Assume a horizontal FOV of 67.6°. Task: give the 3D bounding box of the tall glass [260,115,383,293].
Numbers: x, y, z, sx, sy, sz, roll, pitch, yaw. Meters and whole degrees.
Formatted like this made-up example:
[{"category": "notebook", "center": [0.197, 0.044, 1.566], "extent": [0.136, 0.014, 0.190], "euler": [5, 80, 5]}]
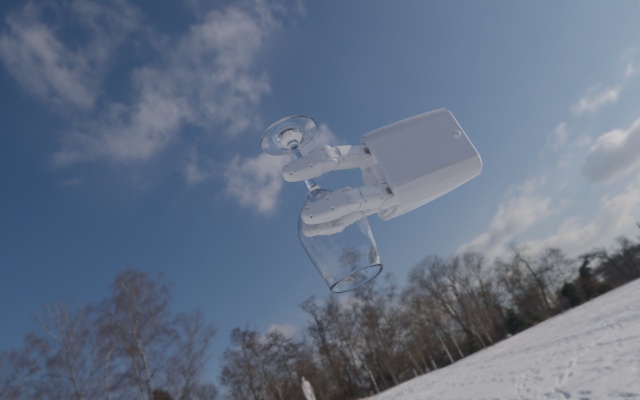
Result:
[{"category": "tall glass", "center": [0.000, 0.001, 0.544], "extent": [0.079, 0.201, 0.079], "euler": [-21, -25, -10]}]
